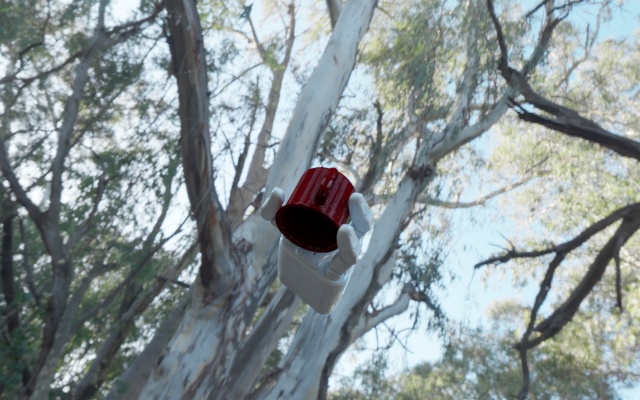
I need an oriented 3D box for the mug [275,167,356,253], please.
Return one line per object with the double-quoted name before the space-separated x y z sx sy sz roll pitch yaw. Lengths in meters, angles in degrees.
"mug" 0.000 0.001 0.625 0.093 0.081 0.117 22 -39 5
